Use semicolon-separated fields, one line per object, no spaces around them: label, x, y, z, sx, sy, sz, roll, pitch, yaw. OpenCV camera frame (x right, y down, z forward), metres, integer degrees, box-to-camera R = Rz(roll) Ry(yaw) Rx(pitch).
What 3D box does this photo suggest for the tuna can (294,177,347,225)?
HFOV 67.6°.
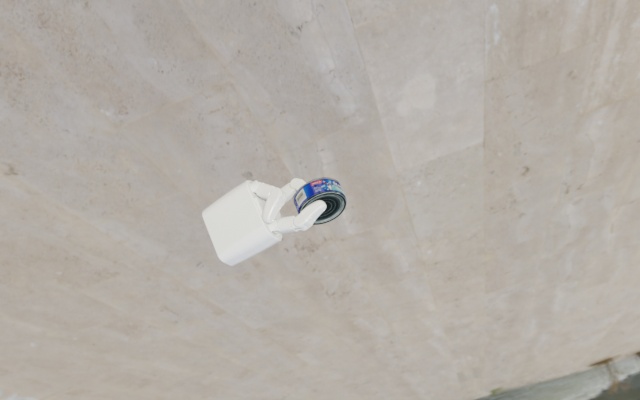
tuna can;0.000;0.003;0.806;0.086;0.033;0.086;-14;-38;-11
